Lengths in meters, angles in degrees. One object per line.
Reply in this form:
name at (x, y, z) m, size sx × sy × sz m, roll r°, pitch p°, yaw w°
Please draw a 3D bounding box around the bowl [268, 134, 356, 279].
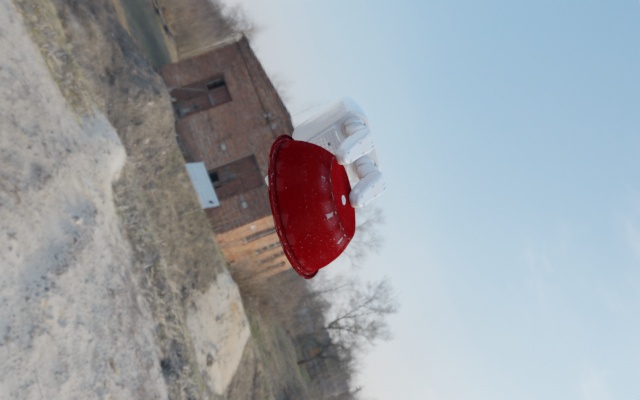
bowl at (0.000, 0.003, 0.521) m, size 0.055 × 0.162 × 0.162 m, roll -11°, pitch -3°, yaw 17°
